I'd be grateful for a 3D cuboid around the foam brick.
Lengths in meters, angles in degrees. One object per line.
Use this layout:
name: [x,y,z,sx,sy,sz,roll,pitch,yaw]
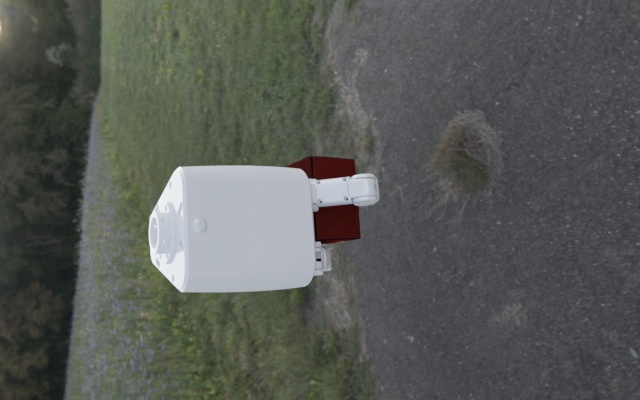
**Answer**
foam brick: [0.000,0.001,0.448,0.051,0.078,0.053,1,-10,-33]
